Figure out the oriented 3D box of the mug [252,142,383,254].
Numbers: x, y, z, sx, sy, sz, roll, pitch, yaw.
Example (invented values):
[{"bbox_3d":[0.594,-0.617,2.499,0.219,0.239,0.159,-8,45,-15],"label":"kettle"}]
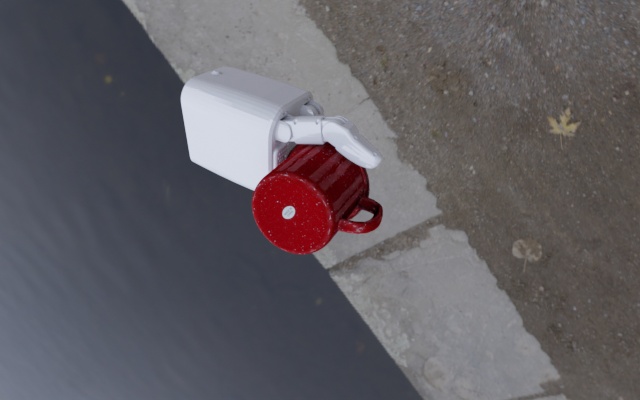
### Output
[{"bbox_3d":[0.001,0.002,0.442,0.117,0.093,0.081,22,32,14],"label":"mug"}]
